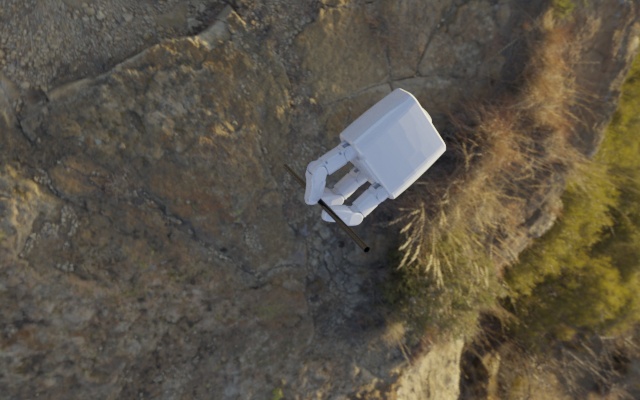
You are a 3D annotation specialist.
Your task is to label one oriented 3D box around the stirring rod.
[{"bbox_3d":[0.000,0.002,0.652,0.011,0.011,0.239,0,28,-31],"label":"stirring rod"}]
